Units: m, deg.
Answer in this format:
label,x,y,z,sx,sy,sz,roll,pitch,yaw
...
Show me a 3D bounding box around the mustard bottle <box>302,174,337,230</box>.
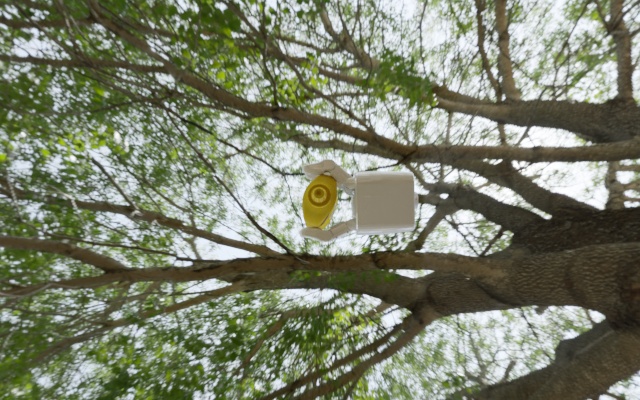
label,x,y,z,sx,sy,sz,roll,pitch,yaw
mustard bottle,0.000,0.003,0.878,0.058,0.096,0.191,22,-8,4
